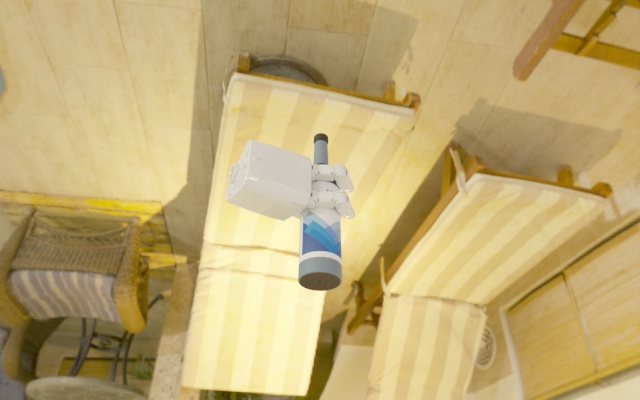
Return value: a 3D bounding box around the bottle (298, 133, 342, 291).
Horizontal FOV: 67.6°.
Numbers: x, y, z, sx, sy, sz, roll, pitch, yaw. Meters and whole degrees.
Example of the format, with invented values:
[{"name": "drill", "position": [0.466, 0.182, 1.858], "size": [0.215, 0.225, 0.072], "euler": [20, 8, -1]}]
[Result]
[{"name": "bottle", "position": [0.000, 0.003, 0.798], "size": [0.069, 0.295, 0.069], "euler": [0, -36, 0]}]
